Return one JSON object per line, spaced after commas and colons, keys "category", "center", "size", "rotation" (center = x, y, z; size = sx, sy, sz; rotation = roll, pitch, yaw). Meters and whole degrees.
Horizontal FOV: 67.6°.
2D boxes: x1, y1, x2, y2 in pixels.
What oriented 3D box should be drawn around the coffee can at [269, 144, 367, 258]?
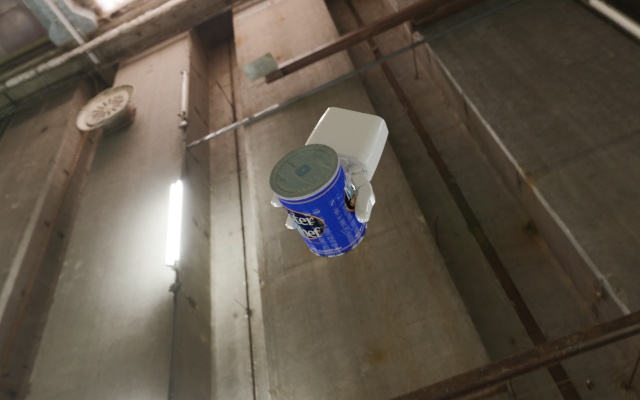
{"category": "coffee can", "center": [0.000, 0.002, 0.702], "size": [0.103, 0.102, 0.140], "rotation": [0, -41, 27]}
